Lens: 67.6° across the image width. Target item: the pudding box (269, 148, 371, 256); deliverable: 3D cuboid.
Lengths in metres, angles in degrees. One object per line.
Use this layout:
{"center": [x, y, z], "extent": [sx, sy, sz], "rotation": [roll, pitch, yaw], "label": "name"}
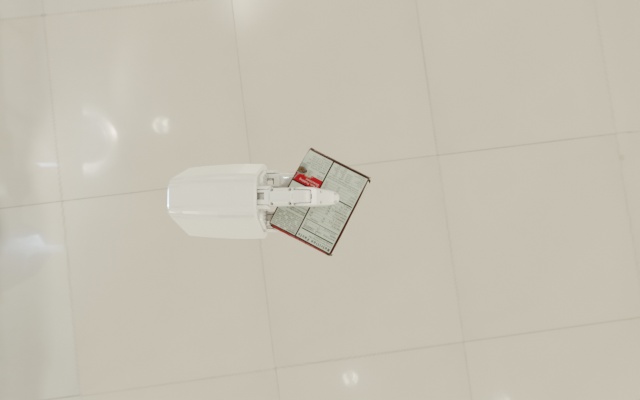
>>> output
{"center": [0.000, 0.002, 0.608], "extent": [0.090, 0.113, 0.039], "rotation": [28, -1, 6], "label": "pudding box"}
